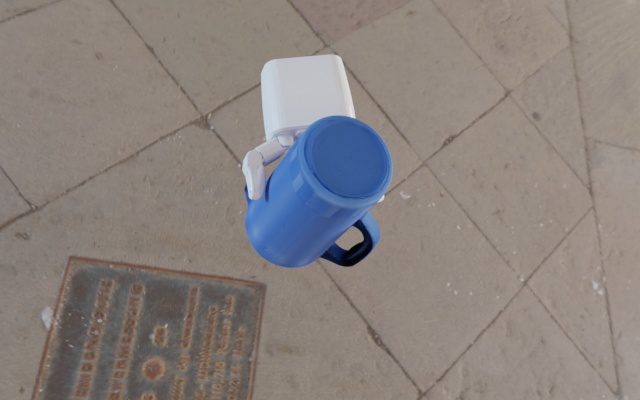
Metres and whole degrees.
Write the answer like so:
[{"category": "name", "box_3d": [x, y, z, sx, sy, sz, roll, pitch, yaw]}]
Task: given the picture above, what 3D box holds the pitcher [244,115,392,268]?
[{"category": "pitcher", "box_3d": [0.000, 0.002, 0.600, 0.149, 0.145, 0.243, -3, -18, -21]}]
